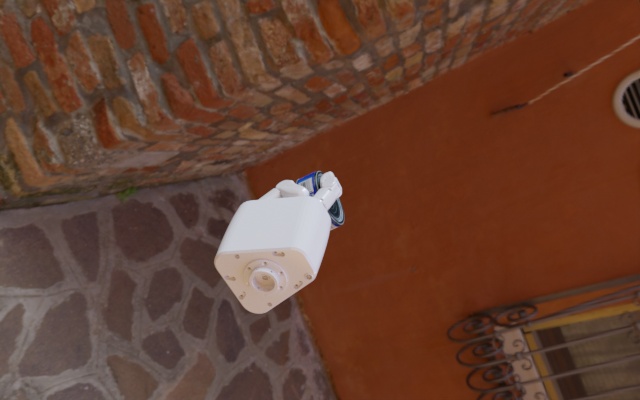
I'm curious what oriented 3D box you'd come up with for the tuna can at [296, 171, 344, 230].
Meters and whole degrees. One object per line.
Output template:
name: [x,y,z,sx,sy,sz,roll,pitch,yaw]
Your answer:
tuna can: [0.001,0.002,0.675,0.034,0.086,0.086,-24,-8,18]
